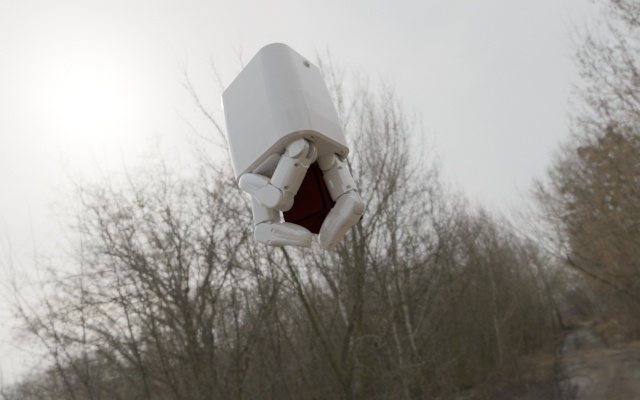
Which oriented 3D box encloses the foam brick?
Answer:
[{"bbox_3d":[0.000,0.002,0.504,0.053,0.051,0.078,-26,-22,26],"label":"foam brick"}]
